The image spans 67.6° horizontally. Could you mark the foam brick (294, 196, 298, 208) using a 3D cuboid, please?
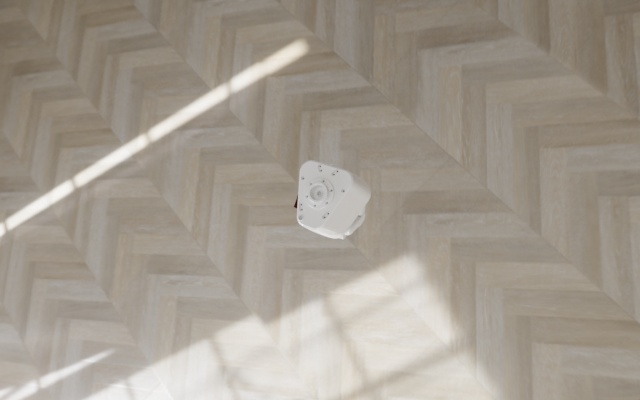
[{"bbox_3d":[0.000,0.003,0.876,0.078,0.053,0.051,18,-2,22],"label":"foam brick"}]
